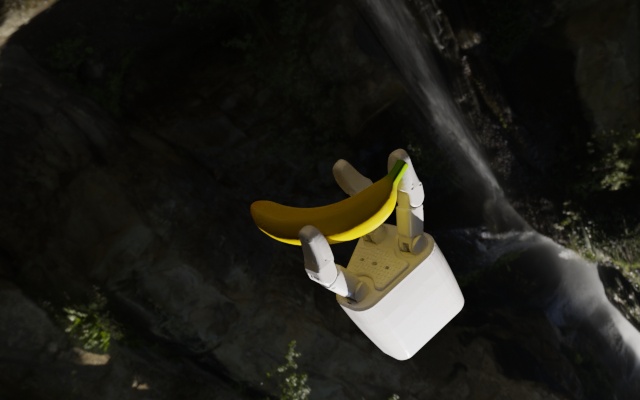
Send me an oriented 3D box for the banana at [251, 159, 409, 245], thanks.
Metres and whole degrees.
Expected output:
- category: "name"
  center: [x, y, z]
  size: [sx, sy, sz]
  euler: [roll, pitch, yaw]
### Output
- category: "banana"
  center: [-0.002, 0.015, 0.481]
  size: [0.198, 0.069, 0.037]
  euler: [-13, -49, 33]
